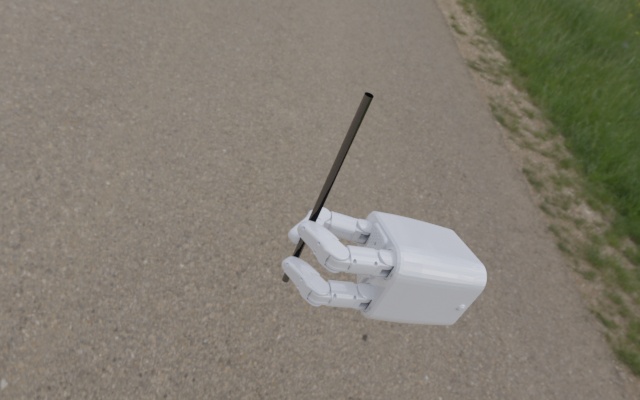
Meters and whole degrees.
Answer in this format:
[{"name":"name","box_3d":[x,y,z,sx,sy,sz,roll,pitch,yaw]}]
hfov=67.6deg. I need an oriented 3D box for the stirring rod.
[{"name":"stirring rod","box_3d":[0.000,0.002,0.460,0.011,0.240,0.011,15,39,-12]}]
